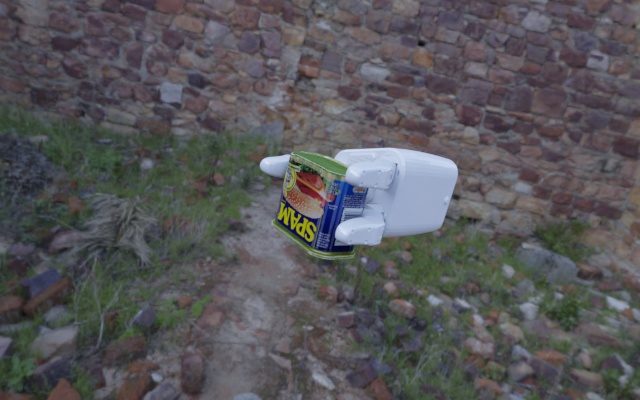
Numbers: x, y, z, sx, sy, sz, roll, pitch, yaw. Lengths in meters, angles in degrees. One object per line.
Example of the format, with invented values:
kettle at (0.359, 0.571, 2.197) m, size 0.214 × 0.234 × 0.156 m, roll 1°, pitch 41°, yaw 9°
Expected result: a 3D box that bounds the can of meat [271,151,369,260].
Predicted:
can of meat at (0.000, 0.001, 0.492) m, size 0.057 × 0.084 × 0.102 m, roll 3°, pitch 18°, yaw -37°
